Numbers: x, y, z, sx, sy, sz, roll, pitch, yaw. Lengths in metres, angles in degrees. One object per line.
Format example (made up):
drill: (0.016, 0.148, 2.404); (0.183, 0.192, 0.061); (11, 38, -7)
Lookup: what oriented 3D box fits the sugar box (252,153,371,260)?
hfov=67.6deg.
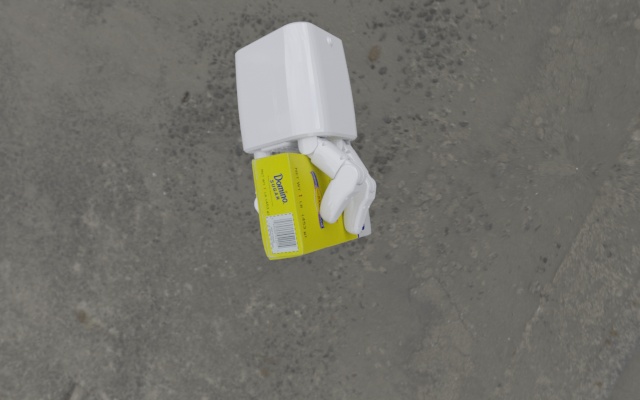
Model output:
sugar box: (0.000, 0.001, 0.497); (0.048, 0.093, 0.176); (-8, 0, 28)
